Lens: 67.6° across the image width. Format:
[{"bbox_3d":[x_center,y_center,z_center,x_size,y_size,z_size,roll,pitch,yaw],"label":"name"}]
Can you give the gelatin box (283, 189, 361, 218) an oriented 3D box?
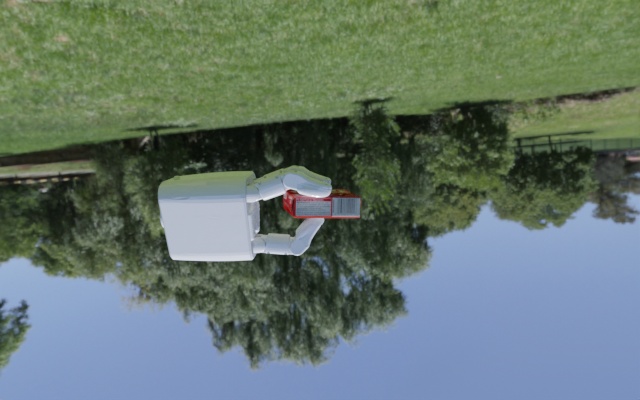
[{"bbox_3d":[0.000,0.002,0.621,0.089,0.030,0.073,1,9,-13],"label":"gelatin box"}]
